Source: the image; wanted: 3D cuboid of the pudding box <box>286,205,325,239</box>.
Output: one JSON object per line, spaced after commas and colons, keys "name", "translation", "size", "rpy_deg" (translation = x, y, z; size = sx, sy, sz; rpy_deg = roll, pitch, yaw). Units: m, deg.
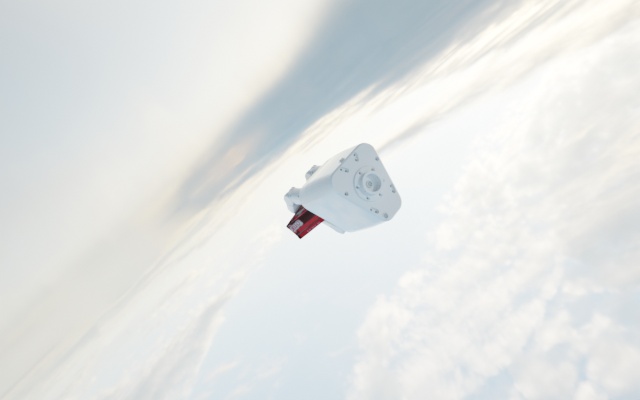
{"name": "pudding box", "translation": [0.000, 0.003, 0.793], "size": [0.090, 0.039, 0.113], "rpy_deg": [-38, 10, 38]}
